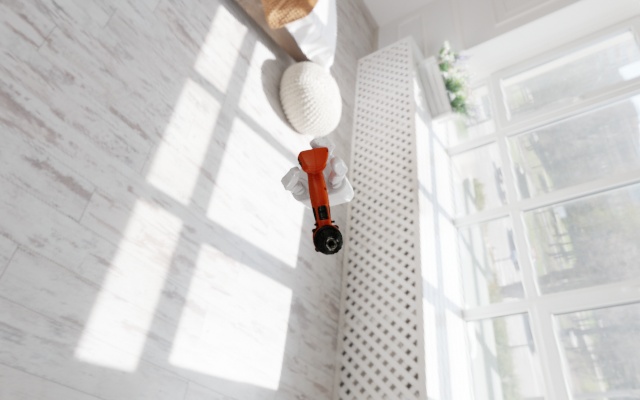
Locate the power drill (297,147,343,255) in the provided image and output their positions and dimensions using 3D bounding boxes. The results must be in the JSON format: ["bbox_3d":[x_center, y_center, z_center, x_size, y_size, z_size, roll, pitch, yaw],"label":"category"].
[{"bbox_3d":[0.000,0.002,0.855,0.057,0.187,0.184,-8,0,-5],"label":"power drill"}]
